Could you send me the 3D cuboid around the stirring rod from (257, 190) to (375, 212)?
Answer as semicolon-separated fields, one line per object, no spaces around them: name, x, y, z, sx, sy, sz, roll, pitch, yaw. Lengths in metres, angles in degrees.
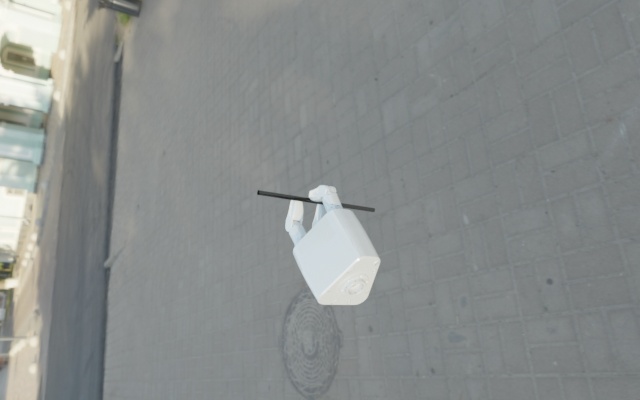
stirring rod;0.000;0.003;0.827;0.239;0.011;0.011;9;-5;-33
